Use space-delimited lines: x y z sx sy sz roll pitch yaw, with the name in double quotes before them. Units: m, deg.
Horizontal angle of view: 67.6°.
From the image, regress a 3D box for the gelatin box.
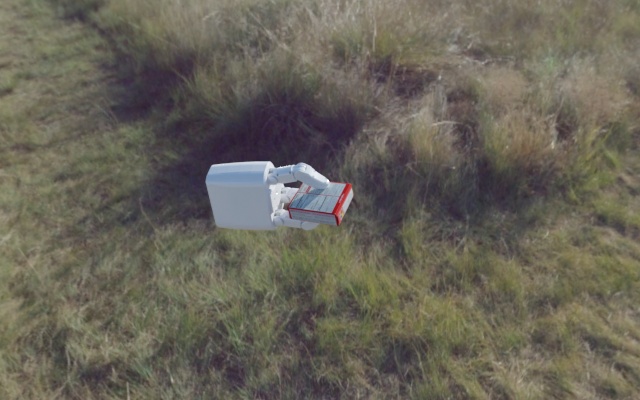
"gelatin box" 0.000 0.002 0.778 0.089 0.030 0.073 6 45 24
